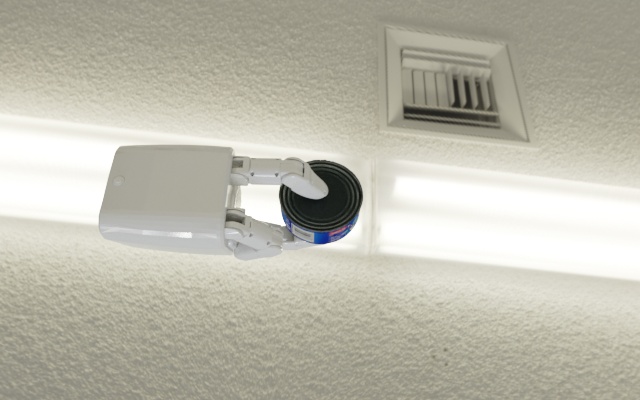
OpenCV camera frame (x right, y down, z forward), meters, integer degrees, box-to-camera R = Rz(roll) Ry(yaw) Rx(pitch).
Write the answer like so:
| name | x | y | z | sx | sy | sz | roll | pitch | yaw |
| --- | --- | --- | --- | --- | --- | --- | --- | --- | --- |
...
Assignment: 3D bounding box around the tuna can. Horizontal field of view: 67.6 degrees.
| name | x | y | z | sx | sy | sz | roll | pitch | yaw |
| --- | --- | --- | --- | --- | --- | --- | --- | --- | --- |
| tuna can | 0.000 | 0.002 | 0.496 | 0.086 | 0.086 | 0.034 | 0 | -31 | -2 |
